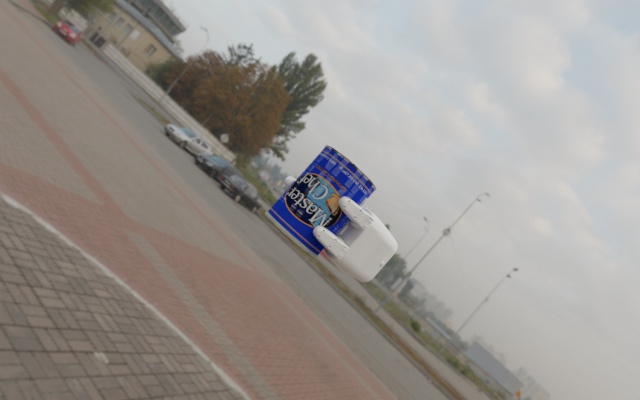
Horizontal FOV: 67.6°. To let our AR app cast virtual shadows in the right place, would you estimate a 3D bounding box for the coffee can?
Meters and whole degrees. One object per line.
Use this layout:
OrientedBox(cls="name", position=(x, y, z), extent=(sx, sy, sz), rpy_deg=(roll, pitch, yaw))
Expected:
OrientedBox(cls="coffee can", position=(0.000, 0.002, 0.721), extent=(0.103, 0.140, 0.103), rpy_deg=(41, -2, 2))
